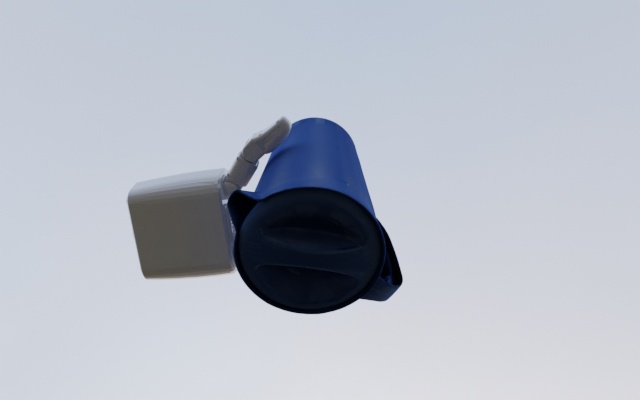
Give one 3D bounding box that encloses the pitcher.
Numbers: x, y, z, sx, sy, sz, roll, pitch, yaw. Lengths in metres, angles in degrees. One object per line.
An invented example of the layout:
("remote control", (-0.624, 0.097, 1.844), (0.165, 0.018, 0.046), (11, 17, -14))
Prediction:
("pitcher", (0.000, 0.002, 0.519), (0.145, 0.149, 0.242), (-10, 27, 6))
